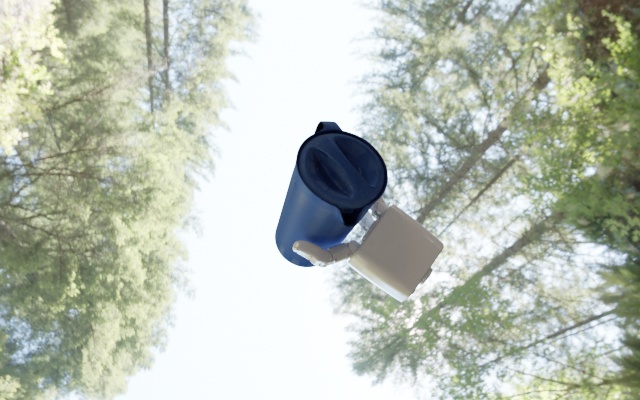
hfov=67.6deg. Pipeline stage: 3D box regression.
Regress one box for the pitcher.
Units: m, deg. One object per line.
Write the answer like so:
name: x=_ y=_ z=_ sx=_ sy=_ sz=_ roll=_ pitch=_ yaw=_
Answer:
pitcher: x=0.000 y=0.003 z=0.757 sx=0.145 sy=0.149 sz=0.243 roll=36 pitch=-35 yaw=6
